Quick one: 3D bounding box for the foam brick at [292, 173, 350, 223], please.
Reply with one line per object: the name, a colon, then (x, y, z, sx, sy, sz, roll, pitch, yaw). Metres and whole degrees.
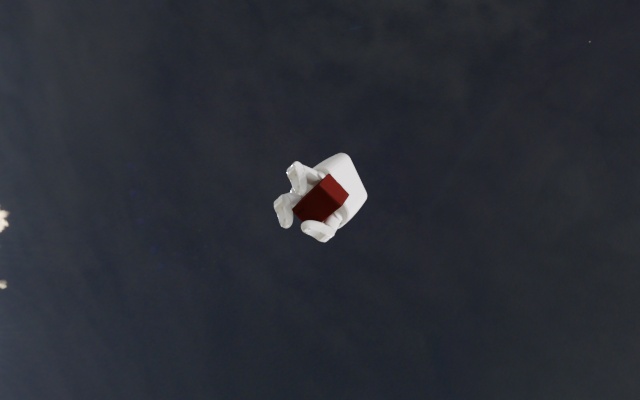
foam brick: (0.000, 0.003, 0.797, 0.078, 0.053, 0.051, -41, 4, 33)
